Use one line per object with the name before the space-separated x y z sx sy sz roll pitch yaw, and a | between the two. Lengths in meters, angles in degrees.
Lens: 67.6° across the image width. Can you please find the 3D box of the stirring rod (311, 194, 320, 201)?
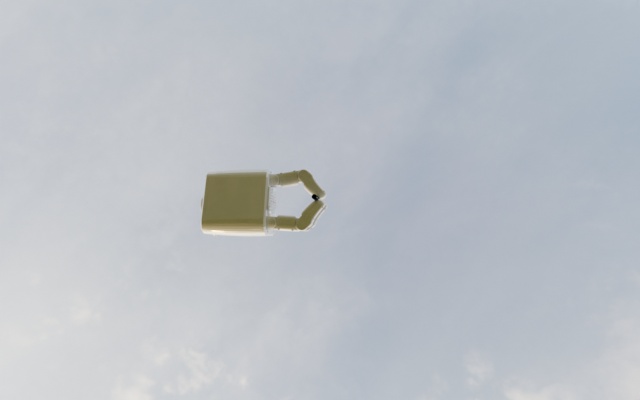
stirring rod | 0.000 0.003 0.838 0.011 0.011 0.239 0 -4 5
